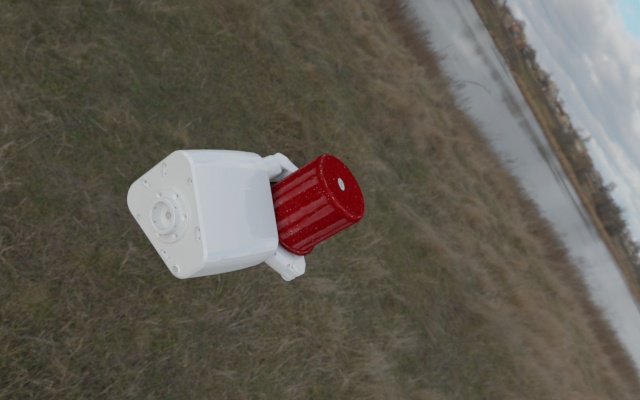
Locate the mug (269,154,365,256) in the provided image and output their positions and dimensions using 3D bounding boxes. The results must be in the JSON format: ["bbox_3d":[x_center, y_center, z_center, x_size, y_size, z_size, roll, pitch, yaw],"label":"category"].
[{"bbox_3d":[0.001,0.002,0.534,0.081,0.093,0.117,-30,-12,27],"label":"mug"}]
